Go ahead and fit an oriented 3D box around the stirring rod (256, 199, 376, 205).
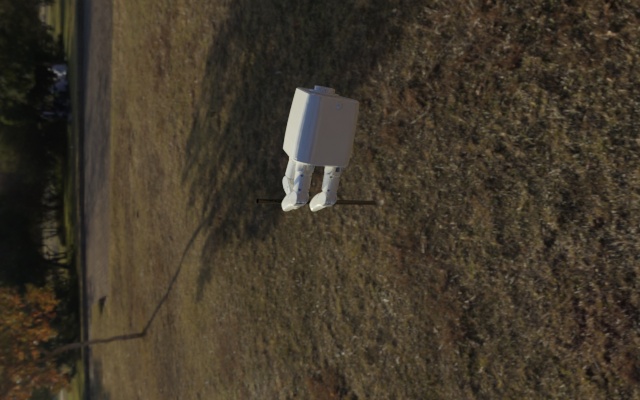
[{"bbox_3d":[0.000,0.003,0.824,0.239,0.011,0.011,1,-1,-34],"label":"stirring rod"}]
